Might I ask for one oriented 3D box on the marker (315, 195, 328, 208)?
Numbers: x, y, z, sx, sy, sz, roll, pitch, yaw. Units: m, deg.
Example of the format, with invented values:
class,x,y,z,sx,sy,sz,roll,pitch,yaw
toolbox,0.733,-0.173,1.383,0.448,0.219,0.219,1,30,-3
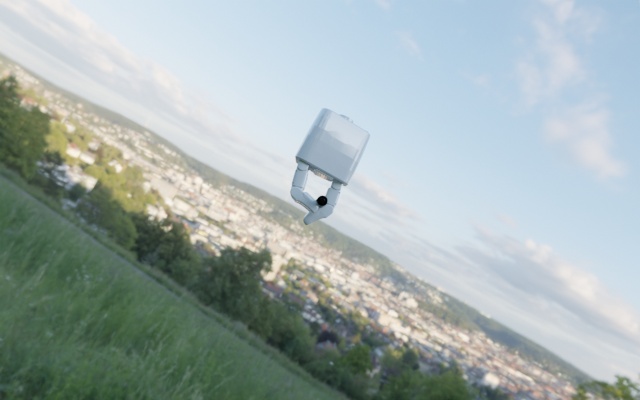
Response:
class,x,y,z,sx,sy,sz,roll,pitch,yaw
marker,0.000,0.003,0.872,0.020,0.020,0.121,0,-3,-3
